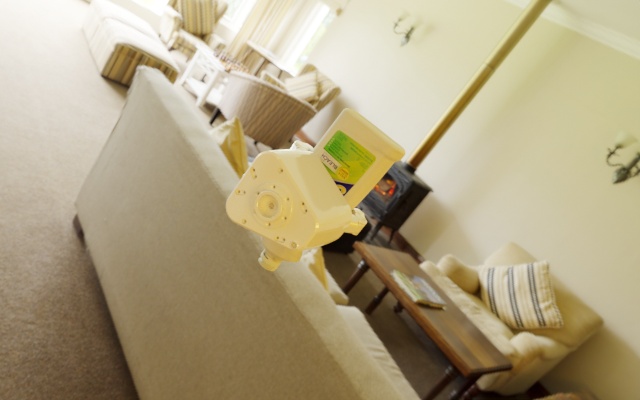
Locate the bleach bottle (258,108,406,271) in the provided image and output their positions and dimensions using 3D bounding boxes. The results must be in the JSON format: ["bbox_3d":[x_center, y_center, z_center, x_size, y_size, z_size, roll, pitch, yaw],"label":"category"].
[{"bbox_3d":[0.000,0.002,0.659,0.102,0.251,0.068,41,16,13],"label":"bleach bottle"}]
